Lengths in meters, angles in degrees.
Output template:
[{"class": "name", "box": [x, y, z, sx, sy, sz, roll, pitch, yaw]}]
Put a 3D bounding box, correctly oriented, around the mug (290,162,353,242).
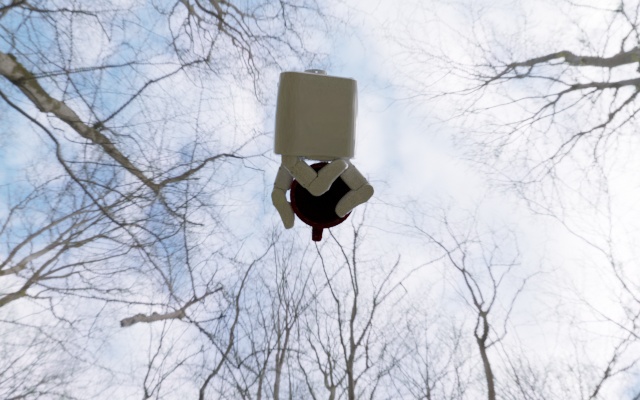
[{"class": "mug", "box": [0.000, 0.004, 0.699, 0.093, 0.117, 0.081, 3, 4, -5]}]
